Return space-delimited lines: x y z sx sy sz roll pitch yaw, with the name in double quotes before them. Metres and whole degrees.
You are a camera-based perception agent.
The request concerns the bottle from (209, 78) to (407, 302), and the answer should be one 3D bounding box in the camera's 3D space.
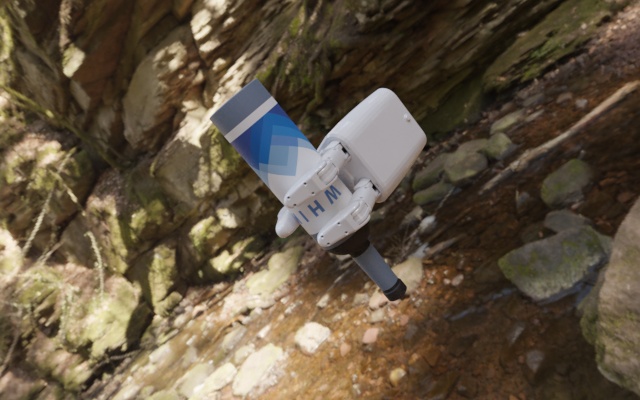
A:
"bottle" 0.000 0.002 0.537 0.069 0.296 0.069 -38 13 11
